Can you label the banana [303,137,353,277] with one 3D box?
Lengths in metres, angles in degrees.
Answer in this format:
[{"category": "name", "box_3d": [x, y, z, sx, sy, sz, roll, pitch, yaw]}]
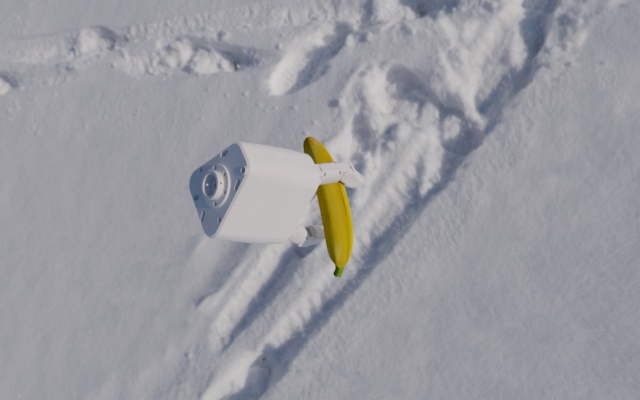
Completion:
[{"category": "banana", "box_3d": [0.009, 0.001, 0.627, 0.037, 0.197, 0.069, -6, -11, -29]}]
